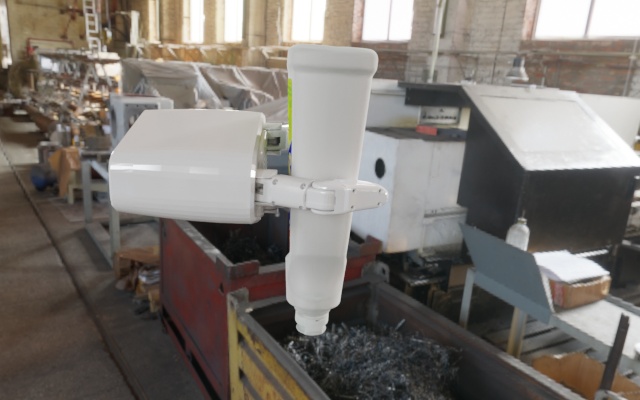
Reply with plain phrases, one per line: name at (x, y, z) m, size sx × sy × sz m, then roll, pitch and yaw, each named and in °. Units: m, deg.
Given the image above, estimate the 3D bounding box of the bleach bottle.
bleach bottle at (0.000, 0.001, 0.408) m, size 0.068 × 0.251 × 0.102 m, roll 3°, pitch 15°, yaw -3°
